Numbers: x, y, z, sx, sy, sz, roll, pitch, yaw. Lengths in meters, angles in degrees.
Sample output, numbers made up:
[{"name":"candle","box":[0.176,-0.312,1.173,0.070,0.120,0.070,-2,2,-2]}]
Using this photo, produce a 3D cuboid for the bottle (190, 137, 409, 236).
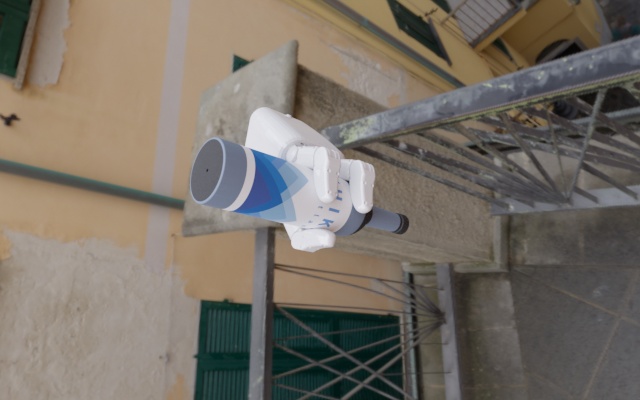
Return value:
[{"name":"bottle","box":[0.000,0.002,0.550,0.296,0.069,0.069,16,-10,-40]}]
